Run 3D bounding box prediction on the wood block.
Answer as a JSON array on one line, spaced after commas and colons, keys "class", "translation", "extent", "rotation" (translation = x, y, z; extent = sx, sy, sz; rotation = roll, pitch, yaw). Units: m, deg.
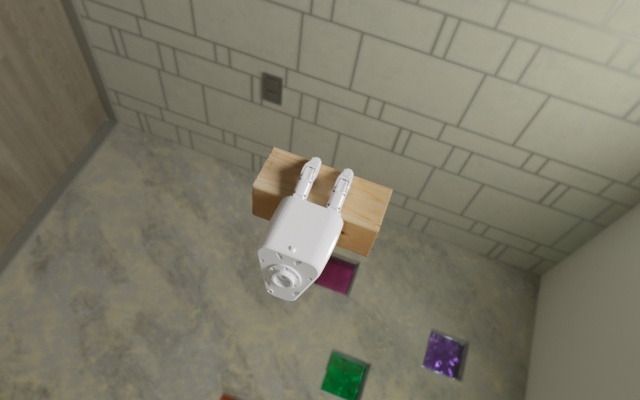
[{"class": "wood block", "translation": [0.000, 0.003, 0.785], "extent": [0.206, 0.090, 0.091], "rotation": [20, -34, 5]}]
